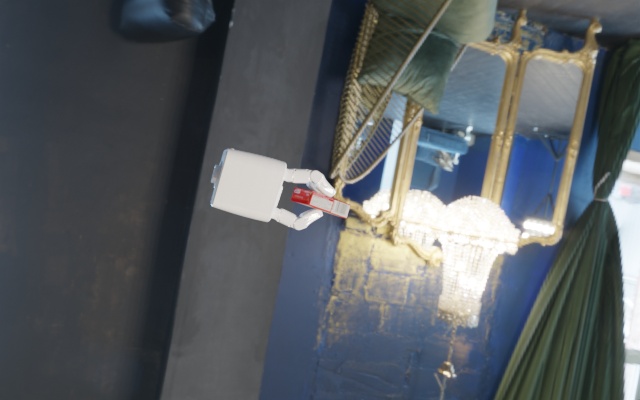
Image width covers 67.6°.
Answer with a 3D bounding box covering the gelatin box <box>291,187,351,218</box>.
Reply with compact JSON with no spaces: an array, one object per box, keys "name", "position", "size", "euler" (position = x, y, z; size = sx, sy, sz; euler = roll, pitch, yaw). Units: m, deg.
[{"name":"gelatin box","position":[0.000,0.003,0.890],"size":[0.089,0.030,0.073],"euler":[20,-2,-29]}]
